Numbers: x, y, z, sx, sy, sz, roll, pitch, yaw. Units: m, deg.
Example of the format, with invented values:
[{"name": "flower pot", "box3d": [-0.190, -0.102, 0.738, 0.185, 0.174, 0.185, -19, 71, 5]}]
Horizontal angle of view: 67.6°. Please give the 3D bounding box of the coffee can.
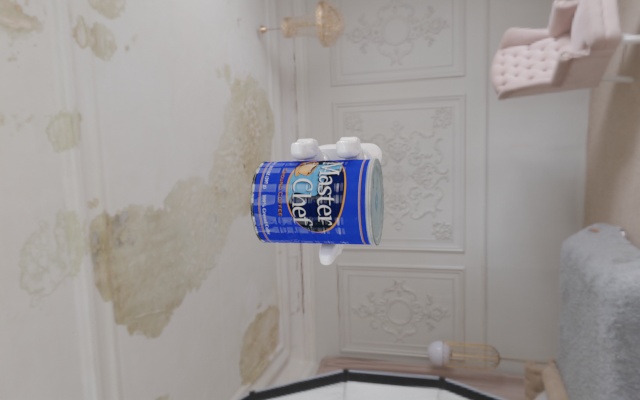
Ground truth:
[{"name": "coffee can", "box3d": [0.000, 0.002, 0.575, 0.140, 0.103, 0.103, 0, 0, 15]}]
